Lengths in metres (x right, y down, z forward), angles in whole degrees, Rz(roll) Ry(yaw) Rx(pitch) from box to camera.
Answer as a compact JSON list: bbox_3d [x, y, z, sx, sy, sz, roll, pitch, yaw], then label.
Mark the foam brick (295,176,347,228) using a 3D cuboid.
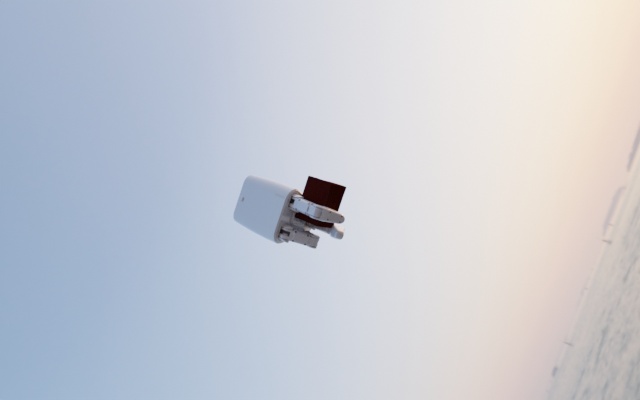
[{"bbox_3d":[0.000,0.002,0.819,0.051,0.078,0.053,21,5,32],"label":"foam brick"}]
